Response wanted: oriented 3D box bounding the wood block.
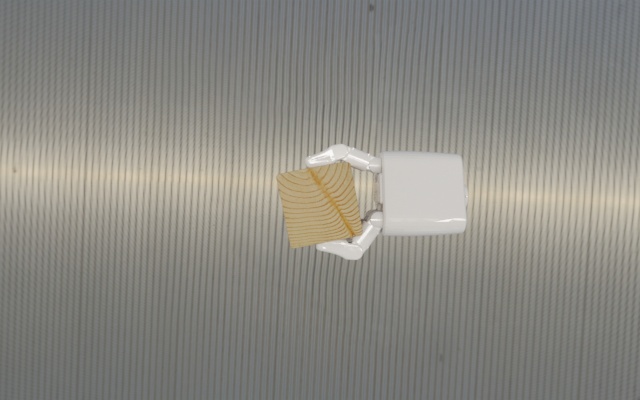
[{"bbox_3d":[0.000,0.002,0.659,0.090,0.091,0.206,-11,1,1],"label":"wood block"}]
